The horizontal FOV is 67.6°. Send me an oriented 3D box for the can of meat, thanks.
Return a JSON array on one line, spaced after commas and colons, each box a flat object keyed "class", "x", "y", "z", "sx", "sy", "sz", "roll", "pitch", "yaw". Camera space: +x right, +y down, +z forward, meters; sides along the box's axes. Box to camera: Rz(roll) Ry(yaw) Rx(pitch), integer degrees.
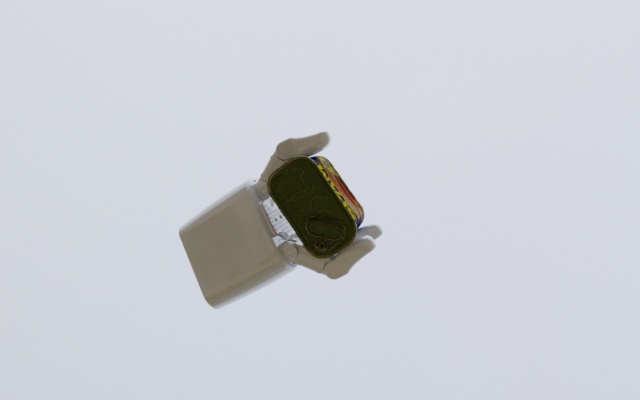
[{"class": "can of meat", "x": 0.000, "y": 0.001, "z": 0.505, "sx": 0.057, "sy": 0.102, "sz": 0.084, "roll": -35, "pitch": -1, "yaw": 15}]
